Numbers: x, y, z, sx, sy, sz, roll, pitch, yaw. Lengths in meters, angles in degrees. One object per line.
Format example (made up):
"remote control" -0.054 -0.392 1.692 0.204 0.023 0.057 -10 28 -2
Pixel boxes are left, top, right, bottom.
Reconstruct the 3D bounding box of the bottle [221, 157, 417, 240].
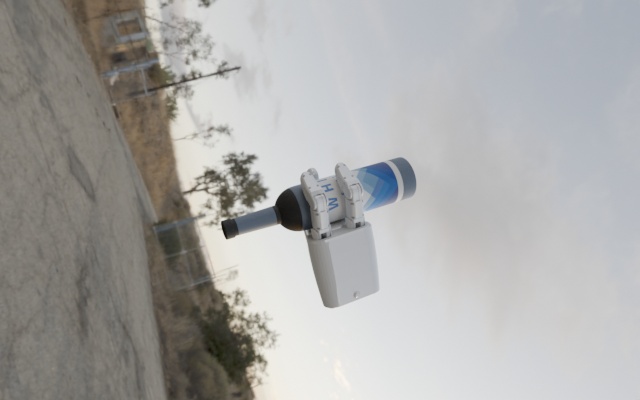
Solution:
"bottle" 0.000 0.002 0.703 0.295 0.069 0.069 -16 6 -20
